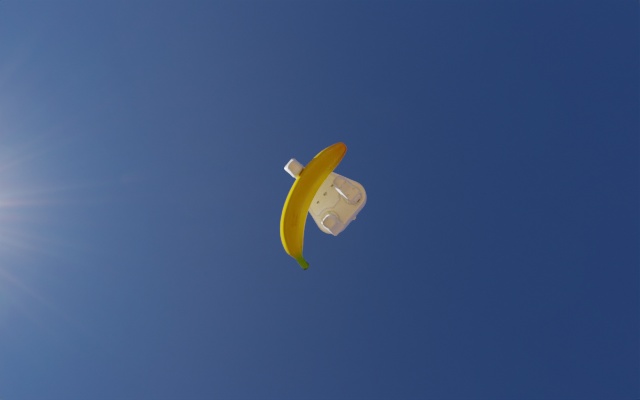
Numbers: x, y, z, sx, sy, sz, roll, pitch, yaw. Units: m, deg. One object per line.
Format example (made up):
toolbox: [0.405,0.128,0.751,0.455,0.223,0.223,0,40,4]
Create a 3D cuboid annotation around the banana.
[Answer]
banana: [-0.018,0.001,0.722,0.069,0.198,0.037,16,-5,16]
